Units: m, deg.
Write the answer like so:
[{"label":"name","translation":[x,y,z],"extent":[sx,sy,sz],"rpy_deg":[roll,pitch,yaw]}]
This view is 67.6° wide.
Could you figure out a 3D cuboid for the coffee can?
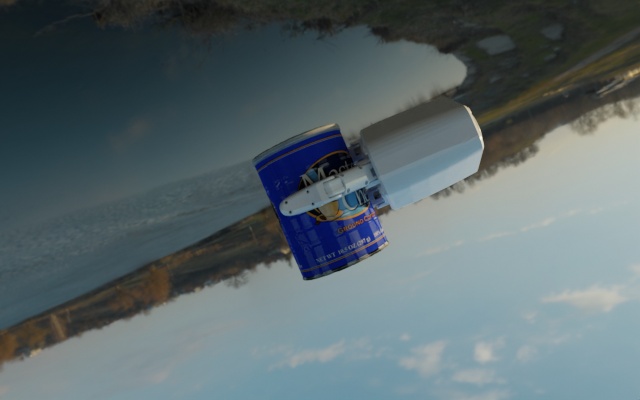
[{"label":"coffee can","translation":[0.000,0.002,0.520],"extent":[0.103,0.140,0.103],"rpy_deg":[-23,0,0]}]
